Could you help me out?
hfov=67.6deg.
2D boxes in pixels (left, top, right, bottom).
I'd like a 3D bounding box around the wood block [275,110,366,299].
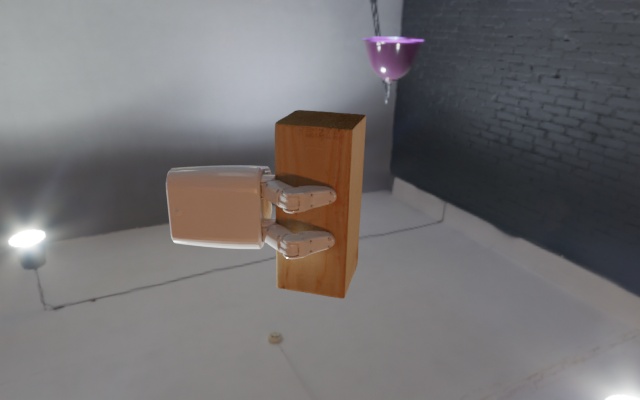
[{"bbox_3d":[0.000,0.002,0.584,0.090,0.206,0.090,7,22,12],"label":"wood block"}]
